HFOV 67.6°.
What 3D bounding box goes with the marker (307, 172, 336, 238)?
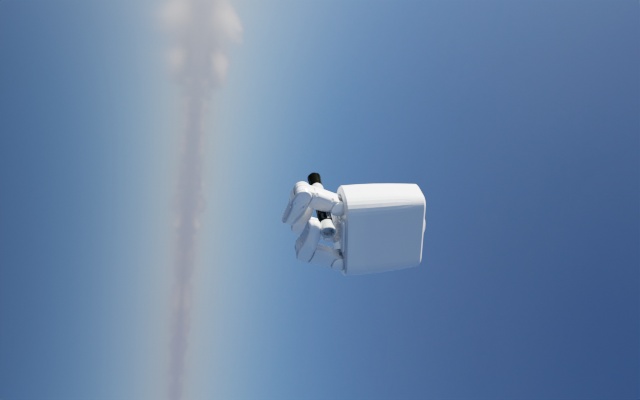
[{"bbox_3d":[0.000,0.002,0.625,0.020,0.020,0.121,0,38,-12],"label":"marker"}]
